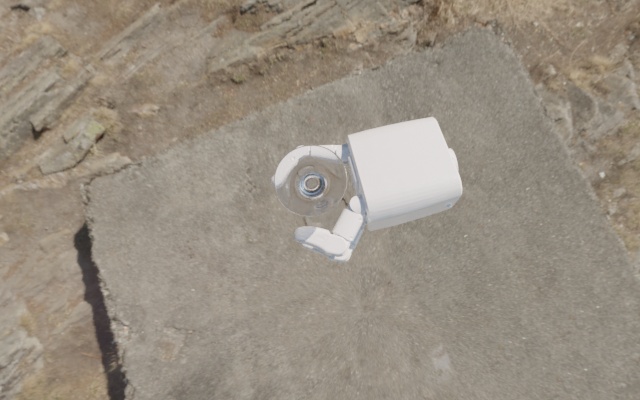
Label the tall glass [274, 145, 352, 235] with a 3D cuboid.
[{"bbox_3d":[0.000,0.002,0.571,0.079,0.079,0.201,0,-13,6],"label":"tall glass"}]
